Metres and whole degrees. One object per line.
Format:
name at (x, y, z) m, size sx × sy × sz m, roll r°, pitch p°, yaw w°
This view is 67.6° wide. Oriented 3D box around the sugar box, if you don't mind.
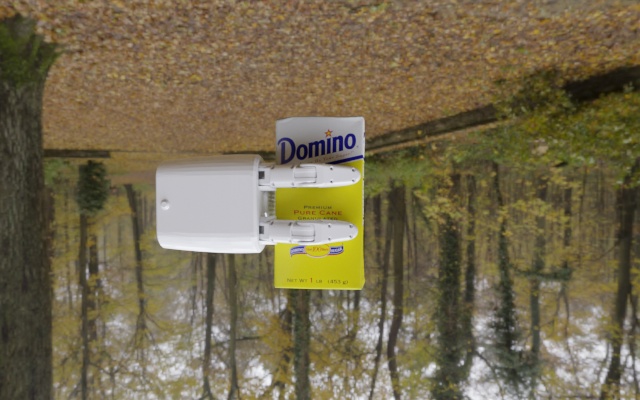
sugar box at (0.000, 0.002, 0.500) m, size 0.093 × 0.176 × 0.048 m, roll -1°, pitch 2°, yaw 6°
